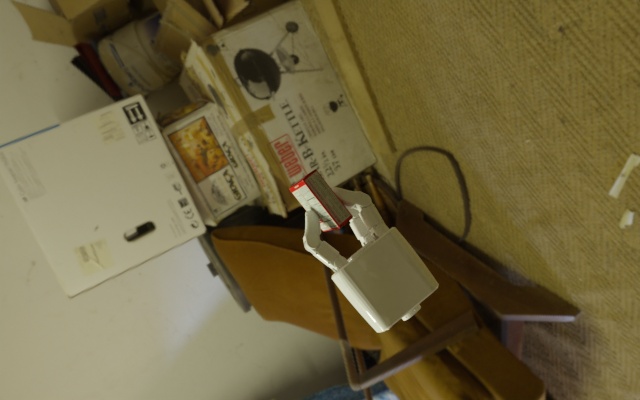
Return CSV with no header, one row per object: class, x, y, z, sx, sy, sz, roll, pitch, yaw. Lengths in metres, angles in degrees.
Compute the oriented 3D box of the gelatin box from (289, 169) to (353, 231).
gelatin box,0.000,0.002,0.702,0.030,0.089,0.073,-41,6,-19
